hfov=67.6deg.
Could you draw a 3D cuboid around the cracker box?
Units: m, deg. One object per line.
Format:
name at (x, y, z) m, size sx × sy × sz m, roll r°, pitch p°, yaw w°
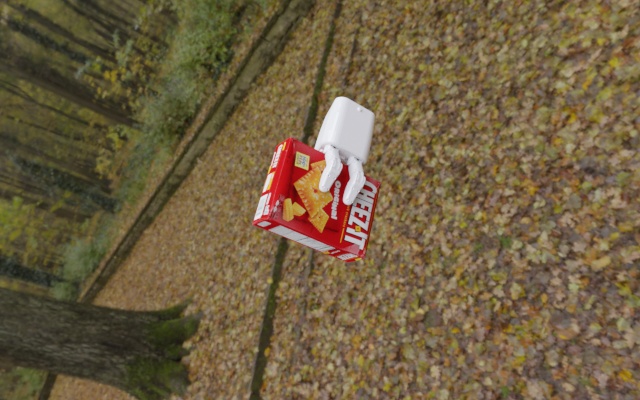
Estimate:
cracker box at (0.000, 0.003, 0.894) m, size 0.214 × 0.164 × 0.072 m, roll 24°, pitch -22°, yaw -24°
